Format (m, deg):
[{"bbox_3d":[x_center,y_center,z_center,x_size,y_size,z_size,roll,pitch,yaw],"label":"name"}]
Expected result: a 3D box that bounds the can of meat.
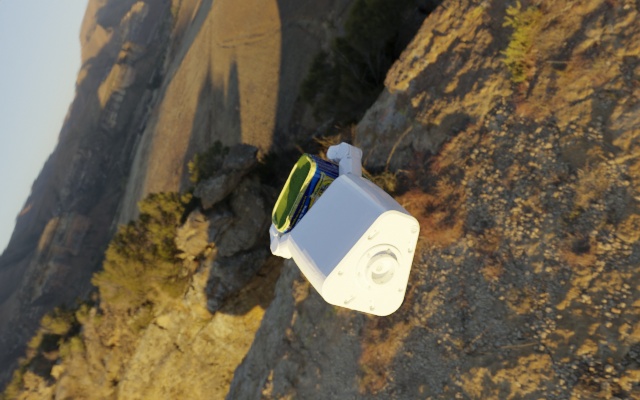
[{"bbox_3d":[0.000,0.002,0.579,0.084,0.102,0.057,20,16,-27],"label":"can of meat"}]
